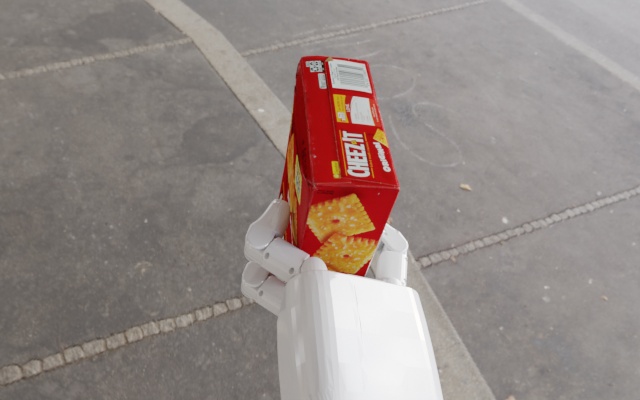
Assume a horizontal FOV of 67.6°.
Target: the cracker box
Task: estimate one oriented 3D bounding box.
[{"bbox_3d":[0.000,0.001,0.447,0.072,0.164,0.214,3,-42,-10],"label":"cracker box"}]
